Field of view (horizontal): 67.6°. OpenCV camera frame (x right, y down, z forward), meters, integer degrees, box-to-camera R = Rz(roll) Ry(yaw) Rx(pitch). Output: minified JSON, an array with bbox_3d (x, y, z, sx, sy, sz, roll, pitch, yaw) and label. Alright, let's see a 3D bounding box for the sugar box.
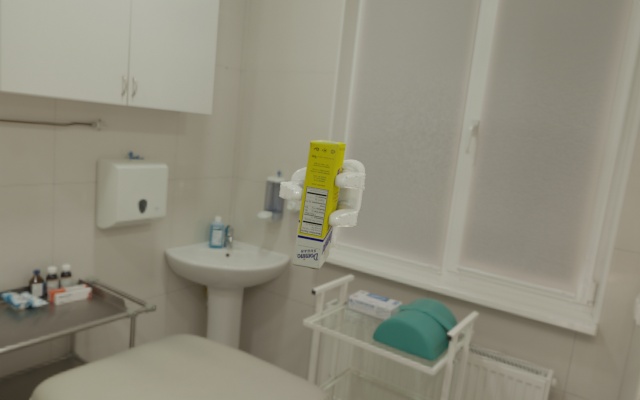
[{"bbox_3d":[0.001,0.002,0.692,0.048,0.176,0.093,7,9,9],"label":"sugar box"}]
